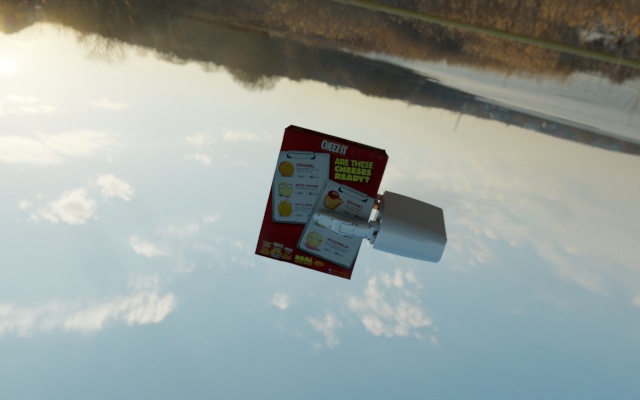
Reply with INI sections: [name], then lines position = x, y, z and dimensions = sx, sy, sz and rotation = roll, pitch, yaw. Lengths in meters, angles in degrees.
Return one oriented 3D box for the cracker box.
[cracker box]
position = 0.000, 0.003, 0.769
dimensions = 0.164, 0.214, 0.072
rotation = 15, 16, -1
